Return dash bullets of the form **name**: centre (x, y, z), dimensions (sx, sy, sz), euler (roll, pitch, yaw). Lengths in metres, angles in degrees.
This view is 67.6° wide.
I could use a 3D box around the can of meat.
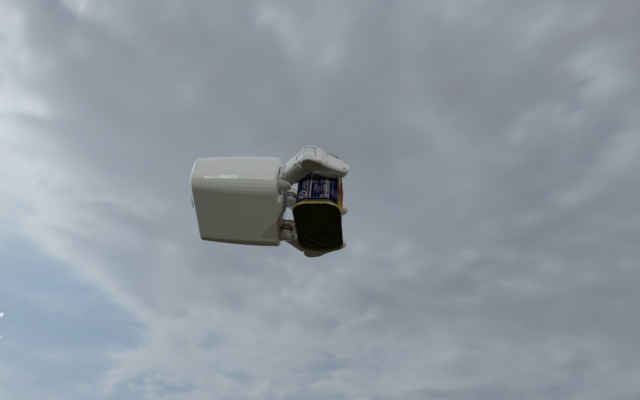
- **can of meat**: centre (0.000, 0.002, 0.602), dimensions (0.057, 0.084, 0.102), euler (0, -38, 6)
